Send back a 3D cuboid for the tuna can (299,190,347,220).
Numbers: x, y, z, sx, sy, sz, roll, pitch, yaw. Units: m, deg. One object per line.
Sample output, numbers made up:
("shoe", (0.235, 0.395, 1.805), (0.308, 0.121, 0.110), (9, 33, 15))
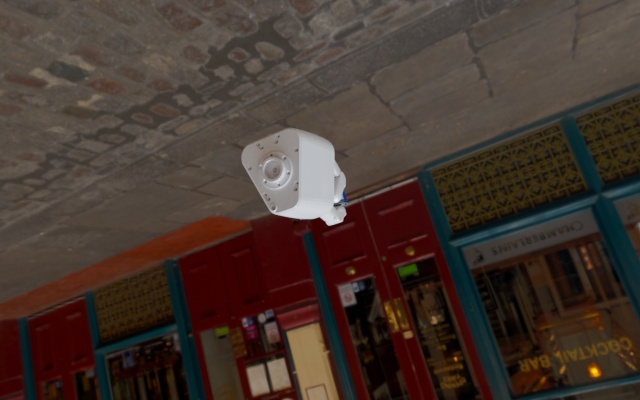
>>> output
("tuna can", (0.000, 0.003, 0.785), (0.086, 0.033, 0.086), (-19, -8, -3))
